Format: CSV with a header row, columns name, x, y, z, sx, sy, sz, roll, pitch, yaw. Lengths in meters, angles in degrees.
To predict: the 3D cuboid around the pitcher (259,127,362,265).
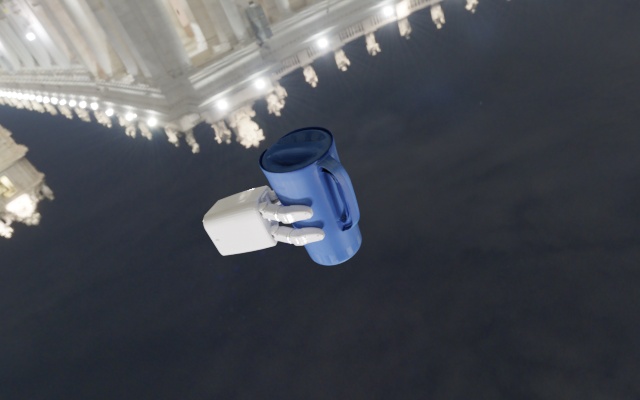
name,x,y,z,sx,sy,sz,roll,pitch,yaw
pitcher,0.000,0.003,0.855,0.145,0.243,0.149,-15,36,11
